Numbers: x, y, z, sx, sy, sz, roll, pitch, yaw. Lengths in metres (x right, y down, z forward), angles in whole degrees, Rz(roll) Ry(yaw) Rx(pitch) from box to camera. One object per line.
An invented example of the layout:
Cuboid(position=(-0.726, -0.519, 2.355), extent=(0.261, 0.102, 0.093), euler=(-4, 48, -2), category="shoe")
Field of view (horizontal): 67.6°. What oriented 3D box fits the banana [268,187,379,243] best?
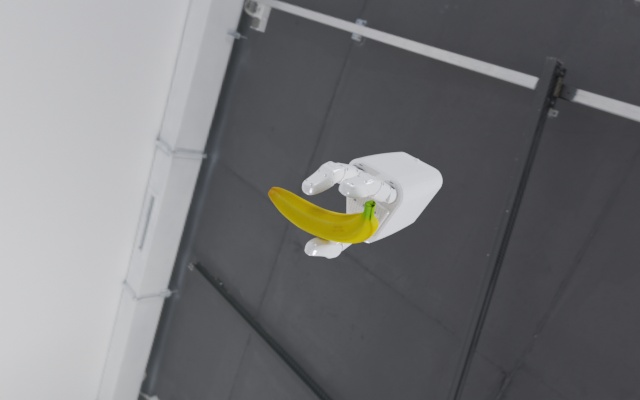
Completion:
Cuboid(position=(0.007, 0.019, 0.609), extent=(0.037, 0.070, 0.198), euler=(-30, 24, -37), category="banana")
